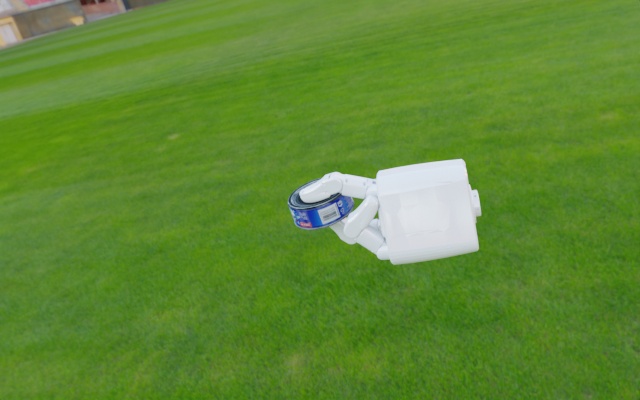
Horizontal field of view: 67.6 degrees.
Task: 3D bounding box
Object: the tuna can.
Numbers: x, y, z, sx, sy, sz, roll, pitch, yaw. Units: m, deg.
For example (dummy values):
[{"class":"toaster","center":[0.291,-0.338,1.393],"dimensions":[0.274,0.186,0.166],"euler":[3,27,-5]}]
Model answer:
[{"class":"tuna can","center":[0.000,0.002,0.642],"dimensions":[0.086,0.034,0.086],"euler":[-16,26,8]}]
